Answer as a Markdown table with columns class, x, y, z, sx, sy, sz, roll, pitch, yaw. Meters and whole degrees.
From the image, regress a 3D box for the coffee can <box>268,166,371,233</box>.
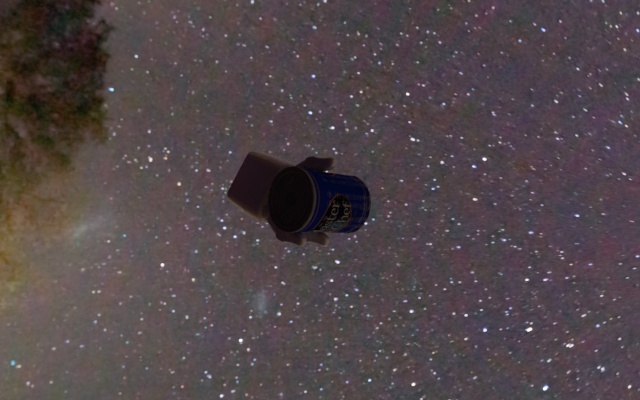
| class | x | y | z | sx | sy | sz | roll | pitch | yaw |
| --- | --- | --- | --- | --- | --- | --- | --- | --- | --- |
| coffee can | 0.000 | 0.003 | 0.785 | 0.103 | 0.103 | 0.140 | 0 | -4 | 43 |
